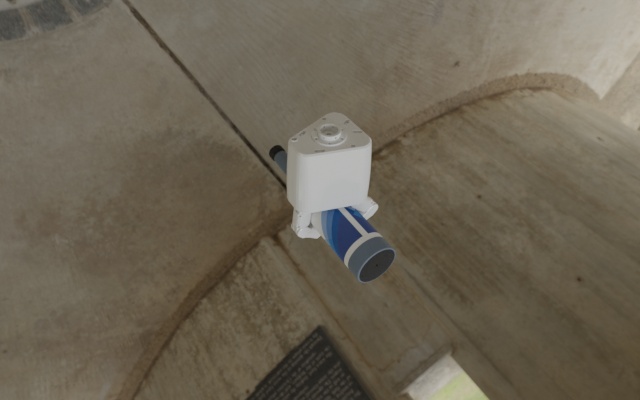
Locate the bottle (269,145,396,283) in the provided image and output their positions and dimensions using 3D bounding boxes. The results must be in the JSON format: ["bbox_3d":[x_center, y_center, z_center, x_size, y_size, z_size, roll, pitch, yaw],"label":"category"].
[{"bbox_3d":[0.000,0.003,0.753,0.069,0.069,0.295,0,37,-43],"label":"bottle"}]
